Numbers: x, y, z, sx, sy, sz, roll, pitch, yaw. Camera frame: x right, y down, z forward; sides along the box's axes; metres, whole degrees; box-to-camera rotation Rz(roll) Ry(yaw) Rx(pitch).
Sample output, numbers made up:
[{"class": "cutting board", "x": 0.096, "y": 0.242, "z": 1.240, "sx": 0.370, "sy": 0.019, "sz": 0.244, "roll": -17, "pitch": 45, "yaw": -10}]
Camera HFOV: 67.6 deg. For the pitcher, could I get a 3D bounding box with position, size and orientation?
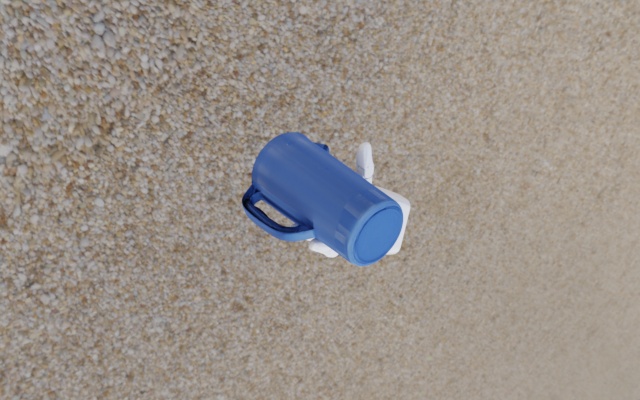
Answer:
[{"class": "pitcher", "x": 0.000, "y": 0.002, "z": 0.739, "sx": 0.145, "sy": 0.149, "sz": 0.242, "roll": 13, "pitch": 17, "yaw": -46}]
